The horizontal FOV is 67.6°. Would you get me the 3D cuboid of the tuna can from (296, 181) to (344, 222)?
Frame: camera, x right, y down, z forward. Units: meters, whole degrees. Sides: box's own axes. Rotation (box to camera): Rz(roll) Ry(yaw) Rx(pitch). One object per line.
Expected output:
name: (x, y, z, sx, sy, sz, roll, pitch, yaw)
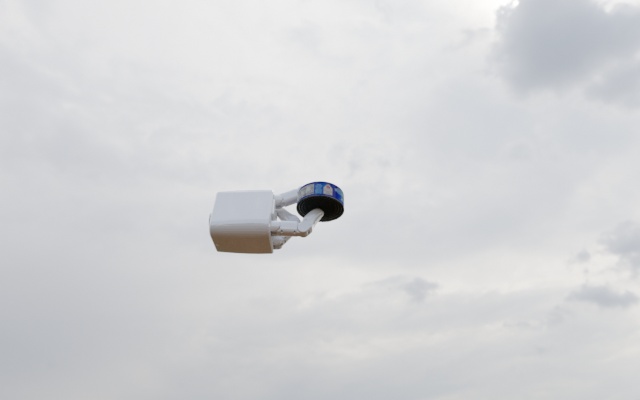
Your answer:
tuna can: (0.000, 0.002, 0.856, 0.086, 0.033, 0.086, 2, -34, 1)
